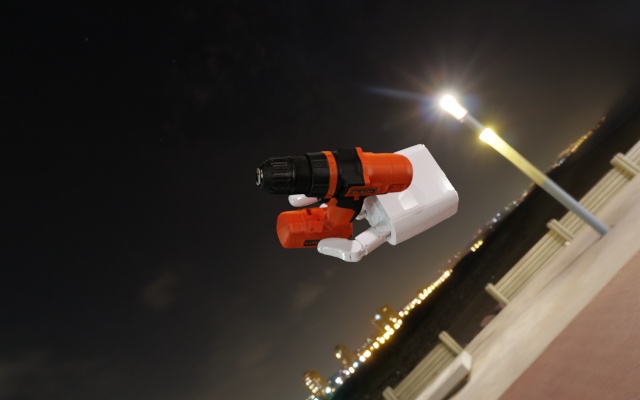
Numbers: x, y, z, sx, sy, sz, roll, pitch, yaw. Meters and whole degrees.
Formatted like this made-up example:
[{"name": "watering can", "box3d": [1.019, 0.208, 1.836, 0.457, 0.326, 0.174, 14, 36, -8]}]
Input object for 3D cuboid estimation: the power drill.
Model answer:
[{"name": "power drill", "box3d": [0.000, 0.002, 0.596, 0.184, 0.057, 0.188, -1, -25, -19]}]
